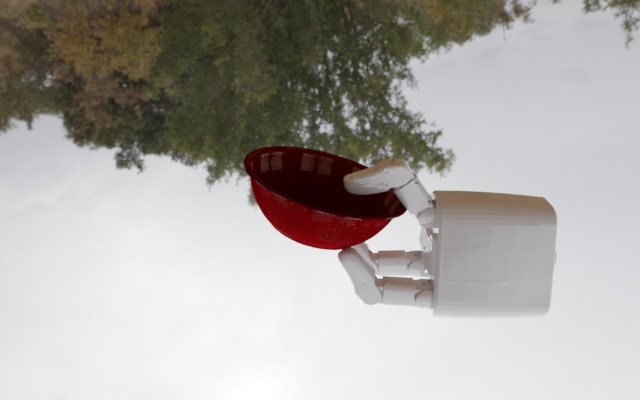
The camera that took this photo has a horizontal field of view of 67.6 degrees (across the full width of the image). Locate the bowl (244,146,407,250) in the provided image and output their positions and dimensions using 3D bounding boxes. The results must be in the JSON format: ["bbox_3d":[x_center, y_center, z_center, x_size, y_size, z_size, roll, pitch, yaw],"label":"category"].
[{"bbox_3d":[-0.001,0.001,0.465,0.162,0.055,0.162,14,23,-6],"label":"bowl"}]
